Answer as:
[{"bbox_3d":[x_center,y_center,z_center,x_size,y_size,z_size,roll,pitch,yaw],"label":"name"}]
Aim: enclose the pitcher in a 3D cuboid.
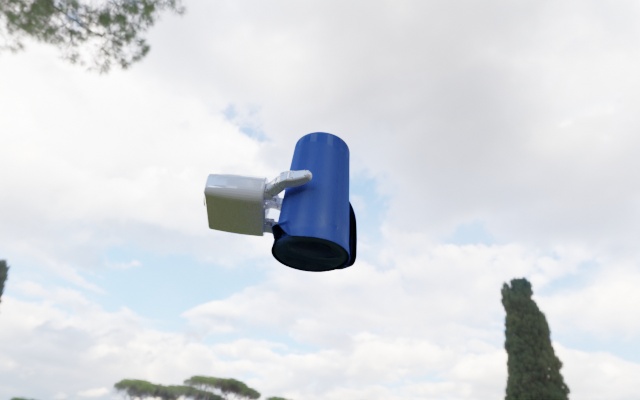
[{"bbox_3d":[0.000,0.003,0.869,0.145,0.242,0.149,4,-33,4],"label":"pitcher"}]
